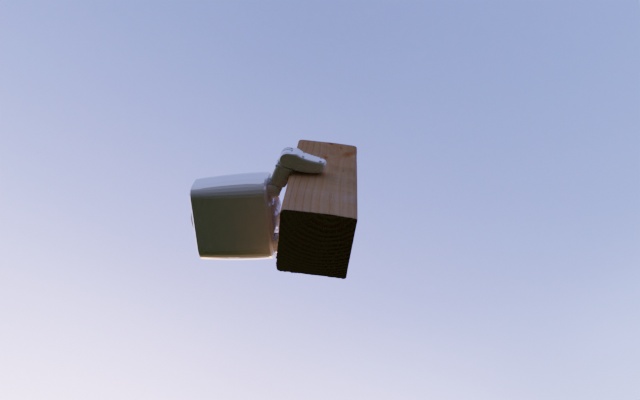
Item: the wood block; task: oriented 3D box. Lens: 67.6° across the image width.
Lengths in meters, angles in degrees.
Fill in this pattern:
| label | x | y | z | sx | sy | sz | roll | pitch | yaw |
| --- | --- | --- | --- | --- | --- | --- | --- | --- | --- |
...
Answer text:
| label | x | y | z | sx | sy | sz | roll | pitch | yaw |
| --- | --- | --- | --- | --- | --- | --- | --- | --- | --- |
| wood block | 0.000 | 0.002 | 0.646 | 0.090 | 0.091 | 0.206 | 7 | 30 | 0 |
